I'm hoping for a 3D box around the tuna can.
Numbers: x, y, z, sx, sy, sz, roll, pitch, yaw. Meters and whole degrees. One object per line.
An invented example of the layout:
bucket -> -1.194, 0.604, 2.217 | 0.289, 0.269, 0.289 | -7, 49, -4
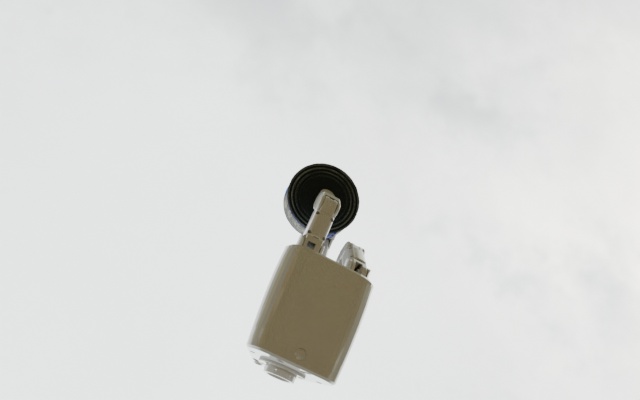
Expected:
tuna can -> 0.000, 0.002, 0.562 | 0.086, 0.086, 0.034 | 0, -19, -16
